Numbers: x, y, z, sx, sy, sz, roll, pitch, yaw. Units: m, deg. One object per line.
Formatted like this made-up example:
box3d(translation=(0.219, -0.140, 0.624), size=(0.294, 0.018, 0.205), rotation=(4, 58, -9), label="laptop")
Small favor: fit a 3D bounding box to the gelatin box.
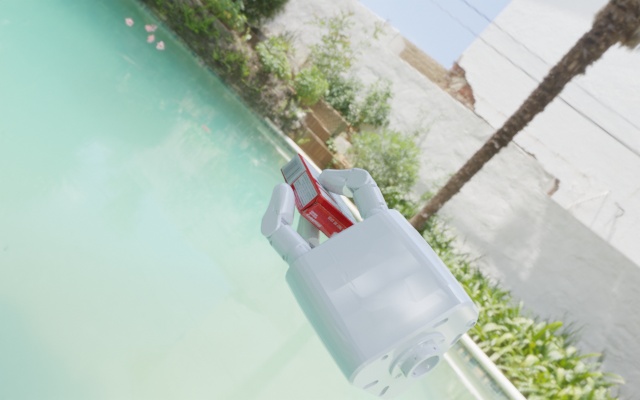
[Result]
box3d(translation=(0.000, 0.001, 0.487), size=(0.073, 0.030, 0.089), rotation=(43, 12, -35), label="gelatin box")
